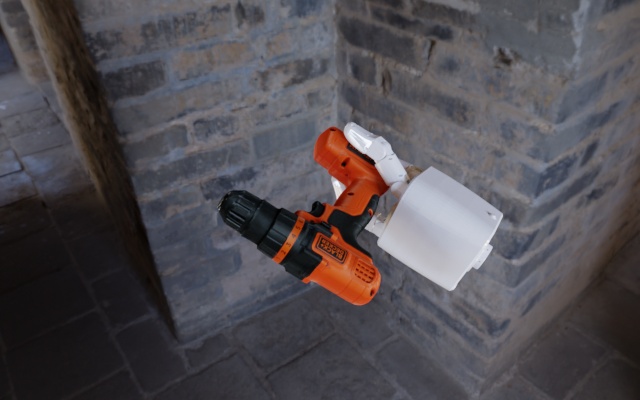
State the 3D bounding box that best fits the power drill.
[{"bbox_3d":[0.000,0.002,0.534,0.184,0.187,0.057,34,-40,-9],"label":"power drill"}]
